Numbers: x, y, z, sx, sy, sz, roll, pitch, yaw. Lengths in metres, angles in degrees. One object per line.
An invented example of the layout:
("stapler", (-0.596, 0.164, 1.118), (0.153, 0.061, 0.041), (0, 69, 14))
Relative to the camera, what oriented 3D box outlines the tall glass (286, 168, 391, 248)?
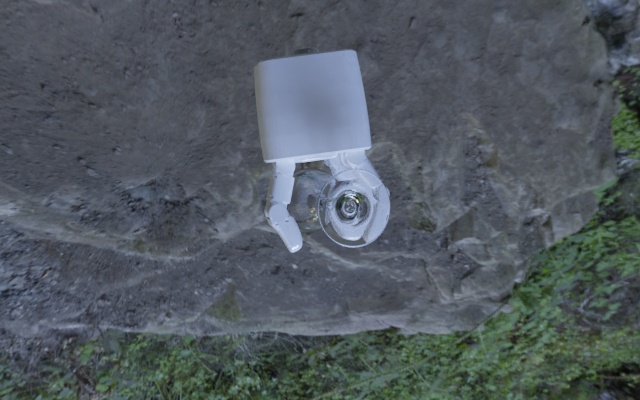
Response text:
("tall glass", (0.000, 0.002, 0.537), (0.079, 0.079, 0.201), (0, 3, -19))
